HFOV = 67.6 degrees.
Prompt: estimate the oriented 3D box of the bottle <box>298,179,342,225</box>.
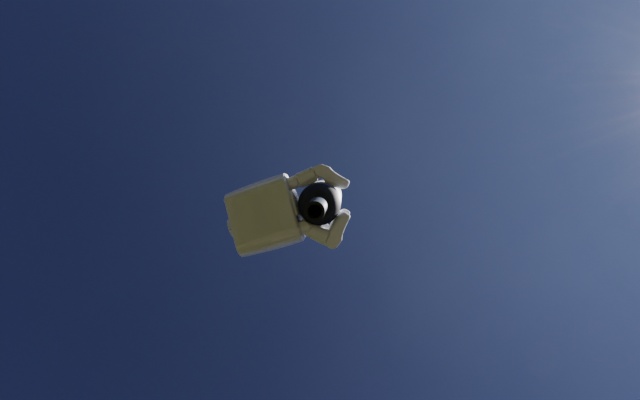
[{"bbox_3d":[0.000,0.002,0.776,0.069,0.069,0.295,0,5,3],"label":"bottle"}]
